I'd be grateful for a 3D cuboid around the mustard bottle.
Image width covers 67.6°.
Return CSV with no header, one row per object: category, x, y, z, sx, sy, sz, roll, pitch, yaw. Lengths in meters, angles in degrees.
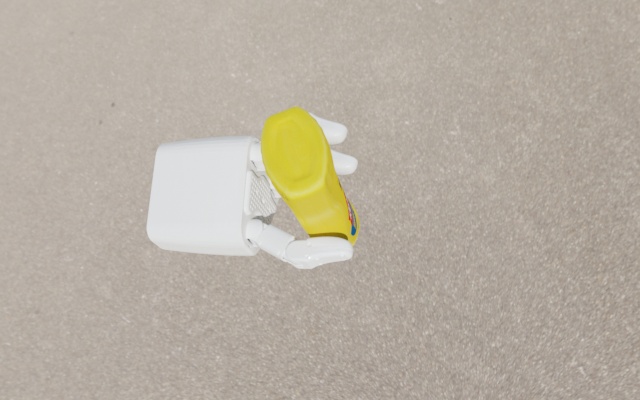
mustard bottle,0.000,0.001,0.475,0.058,0.096,0.192,-22,-33,3
